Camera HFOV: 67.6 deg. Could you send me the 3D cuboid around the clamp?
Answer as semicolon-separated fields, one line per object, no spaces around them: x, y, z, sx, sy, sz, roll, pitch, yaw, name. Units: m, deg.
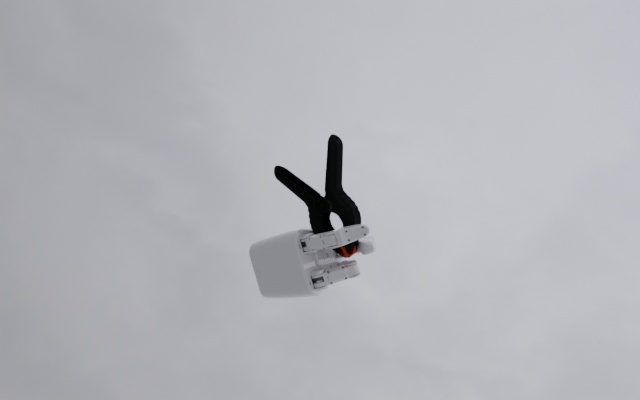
0.001;0.002;0.687;0.120;0.171;0.039;-15;2;38;clamp
